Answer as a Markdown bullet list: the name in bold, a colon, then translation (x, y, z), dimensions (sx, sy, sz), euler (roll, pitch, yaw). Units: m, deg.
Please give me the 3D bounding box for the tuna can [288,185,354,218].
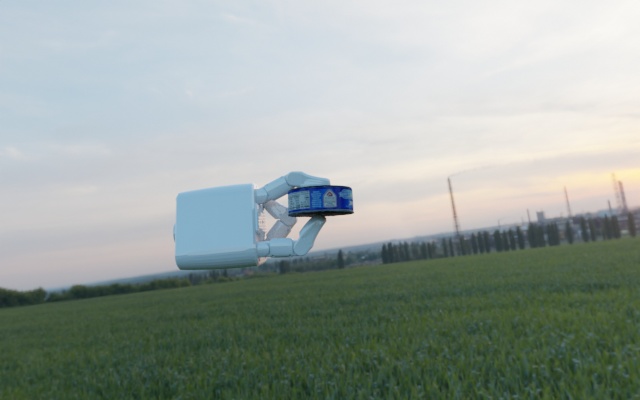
- **tuna can**: translation (0.000, 0.001, 0.618), dimensions (0.086, 0.033, 0.086), euler (-2, -6, 0)
